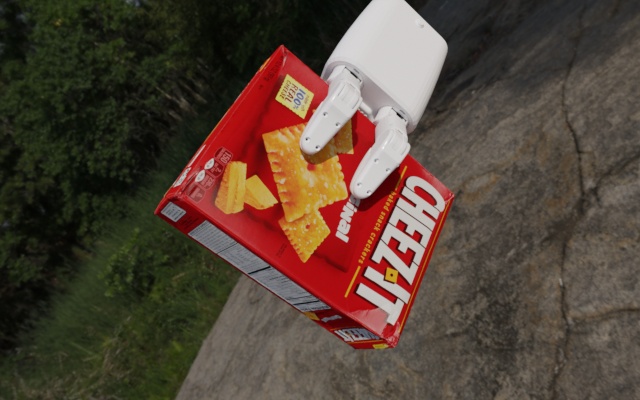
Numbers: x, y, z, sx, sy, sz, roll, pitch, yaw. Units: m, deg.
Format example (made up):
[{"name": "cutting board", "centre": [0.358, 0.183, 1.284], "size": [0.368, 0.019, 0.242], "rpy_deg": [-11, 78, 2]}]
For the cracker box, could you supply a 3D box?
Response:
[{"name": "cracker box", "centre": [0.000, 0.001, 0.410], "size": [0.214, 0.164, 0.072], "rpy_deg": [37, -28, -16]}]
